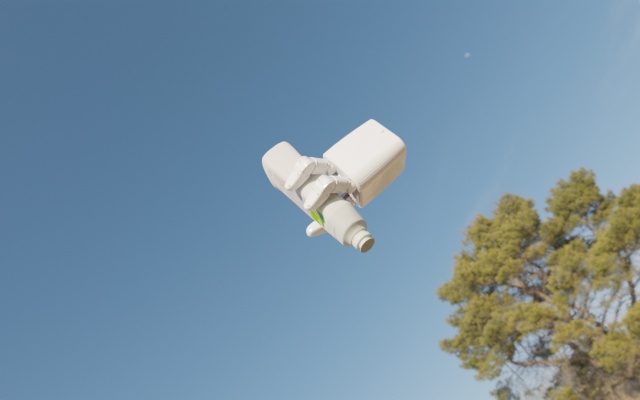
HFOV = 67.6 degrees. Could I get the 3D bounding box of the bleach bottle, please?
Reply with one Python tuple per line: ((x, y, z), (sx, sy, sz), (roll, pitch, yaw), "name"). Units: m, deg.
((0.000, 0.003, 0.795), (0.250, 0.068, 0.103), (44, -12, 36), "bleach bottle")
